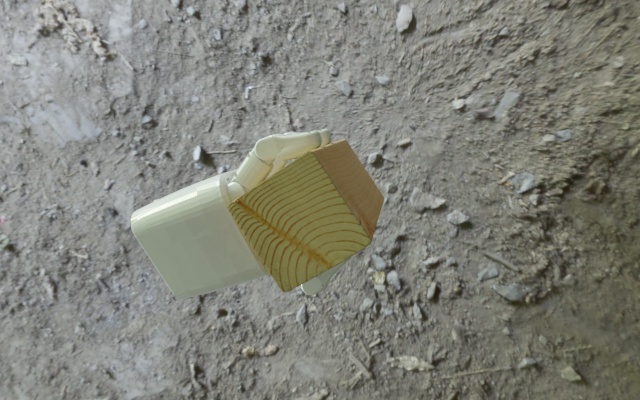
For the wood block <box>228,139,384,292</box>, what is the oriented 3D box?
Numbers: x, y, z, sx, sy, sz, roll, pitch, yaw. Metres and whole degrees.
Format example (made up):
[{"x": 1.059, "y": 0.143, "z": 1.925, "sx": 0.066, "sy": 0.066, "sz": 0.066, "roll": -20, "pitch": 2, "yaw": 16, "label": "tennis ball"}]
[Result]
[{"x": 0.000, "y": 0.002, "z": 0.484, "sx": 0.090, "sy": 0.091, "sz": 0.206, "roll": -32, "pitch": 3, "yaw": 14, "label": "wood block"}]
